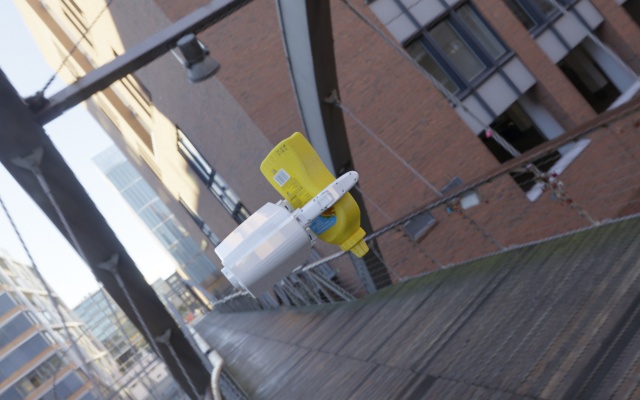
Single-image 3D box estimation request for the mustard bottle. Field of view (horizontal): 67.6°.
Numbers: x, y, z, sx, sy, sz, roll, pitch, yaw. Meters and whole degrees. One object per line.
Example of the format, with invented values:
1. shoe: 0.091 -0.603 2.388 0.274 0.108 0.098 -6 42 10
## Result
1. mustard bottle: 0.000 0.002 0.672 0.058 0.191 0.096 -39 0 -37
